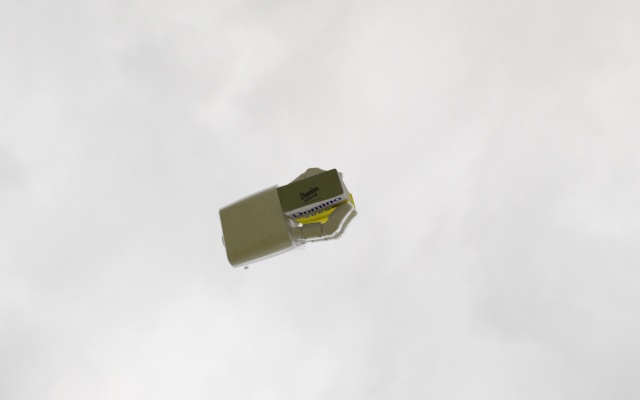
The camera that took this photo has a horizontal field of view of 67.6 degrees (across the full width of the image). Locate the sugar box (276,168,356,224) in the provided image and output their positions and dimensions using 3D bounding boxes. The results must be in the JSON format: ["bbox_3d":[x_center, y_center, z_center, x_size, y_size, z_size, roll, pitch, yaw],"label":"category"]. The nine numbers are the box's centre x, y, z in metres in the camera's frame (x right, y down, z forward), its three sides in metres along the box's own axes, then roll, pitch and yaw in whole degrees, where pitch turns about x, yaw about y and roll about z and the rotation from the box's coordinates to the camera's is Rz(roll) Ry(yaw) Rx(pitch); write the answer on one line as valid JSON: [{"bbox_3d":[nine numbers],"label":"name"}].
[{"bbox_3d":[0.000,0.003,0.747,0.093,0.048,0.176,-18,-11,7],"label":"sugar box"}]
